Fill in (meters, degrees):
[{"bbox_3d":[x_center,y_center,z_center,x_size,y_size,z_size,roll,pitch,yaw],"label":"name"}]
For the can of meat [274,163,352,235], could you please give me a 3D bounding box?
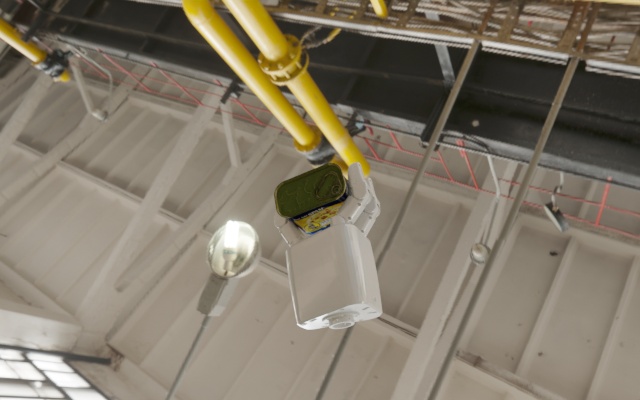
[{"bbox_3d":[0.000,0.002,0.670,0.102,0.057,0.084,-22,-31,15],"label":"can of meat"}]
